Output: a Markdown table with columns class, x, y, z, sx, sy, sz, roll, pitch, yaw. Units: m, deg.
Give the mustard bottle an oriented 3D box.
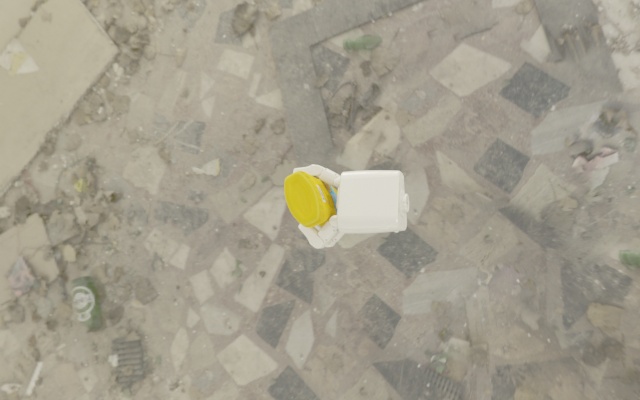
| class | x | y | z | sx | sy | sz | roll | pitch | yaw |
| --- | --- | --- | --- | --- | --- | --- | --- | --- | --- |
| mustard bottle | 0.000 | 0.003 | 0.887 | 0.058 | 0.096 | 0.191 | -28 | -13 | 16 |
